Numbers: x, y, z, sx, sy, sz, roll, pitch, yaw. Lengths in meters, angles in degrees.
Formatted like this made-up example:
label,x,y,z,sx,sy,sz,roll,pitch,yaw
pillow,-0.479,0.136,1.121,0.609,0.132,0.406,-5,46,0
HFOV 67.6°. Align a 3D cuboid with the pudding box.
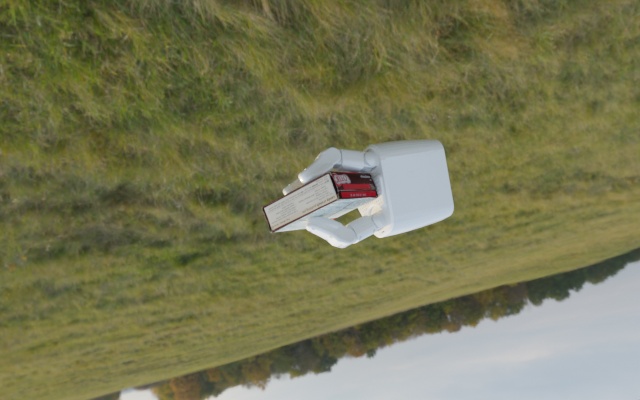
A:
label,x,y,z,sx,sy,sz,roll,pitch,yaw
pudding box,0.000,0.002,0.580,0.113,0.039,0.090,-29,-16,33
